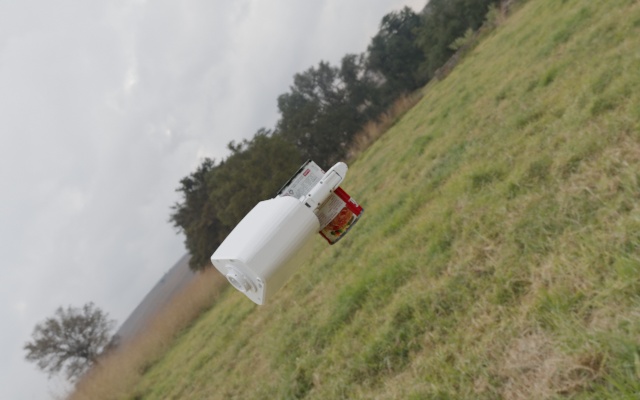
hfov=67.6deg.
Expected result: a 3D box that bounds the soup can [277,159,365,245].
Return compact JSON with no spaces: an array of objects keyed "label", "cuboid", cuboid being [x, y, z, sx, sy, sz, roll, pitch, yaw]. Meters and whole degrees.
[{"label":"soup can","cuboid":[0.000,0.002,0.650,0.102,0.068,0.068,43,-3,-3]}]
